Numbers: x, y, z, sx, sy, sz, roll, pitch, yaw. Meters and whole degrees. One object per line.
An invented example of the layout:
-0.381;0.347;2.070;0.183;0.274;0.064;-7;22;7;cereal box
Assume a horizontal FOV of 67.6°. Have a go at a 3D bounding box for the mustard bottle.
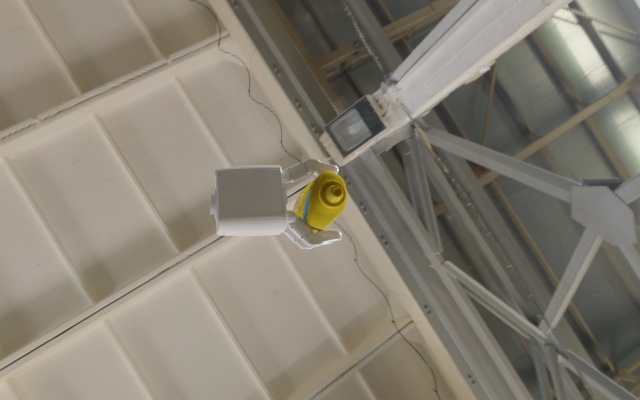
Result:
0.000;0.003;0.782;0.058;0.096;0.192;23;-14;-9;mustard bottle
